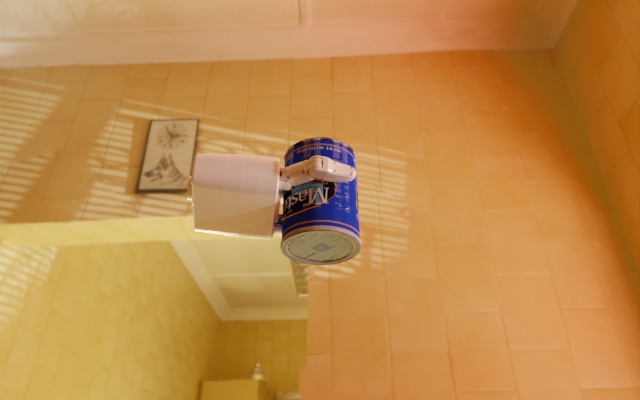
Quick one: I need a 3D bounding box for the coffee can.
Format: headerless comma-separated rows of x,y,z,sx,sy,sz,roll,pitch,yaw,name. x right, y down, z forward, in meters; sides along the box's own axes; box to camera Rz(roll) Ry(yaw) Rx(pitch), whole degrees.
0.000,0.002,0.638,0.103,0.140,0.103,0,-31,0,coffee can
